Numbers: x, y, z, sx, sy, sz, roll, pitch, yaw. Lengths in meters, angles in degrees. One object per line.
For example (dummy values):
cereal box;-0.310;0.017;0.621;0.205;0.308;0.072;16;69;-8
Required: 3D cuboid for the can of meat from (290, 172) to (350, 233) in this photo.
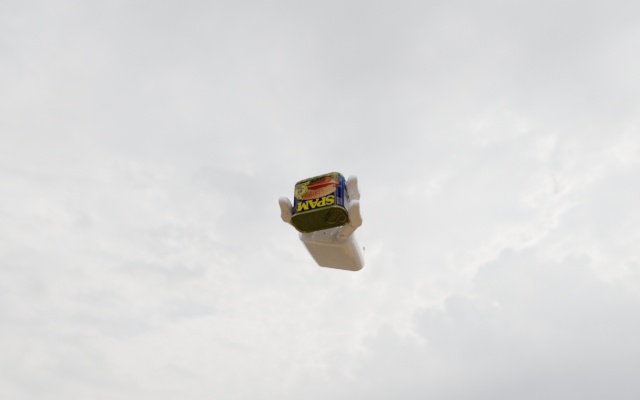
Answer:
can of meat;0.000;0.003;0.853;0.102;0.083;0.057;-13;-41;17
